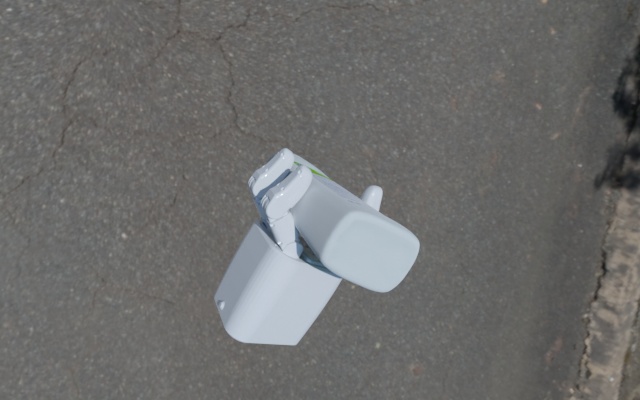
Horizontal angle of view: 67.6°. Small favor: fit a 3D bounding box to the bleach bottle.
[{"bbox_3d":[0.000,0.002,0.534,0.102,0.068,0.250,27,9,-30],"label":"bleach bottle"}]
